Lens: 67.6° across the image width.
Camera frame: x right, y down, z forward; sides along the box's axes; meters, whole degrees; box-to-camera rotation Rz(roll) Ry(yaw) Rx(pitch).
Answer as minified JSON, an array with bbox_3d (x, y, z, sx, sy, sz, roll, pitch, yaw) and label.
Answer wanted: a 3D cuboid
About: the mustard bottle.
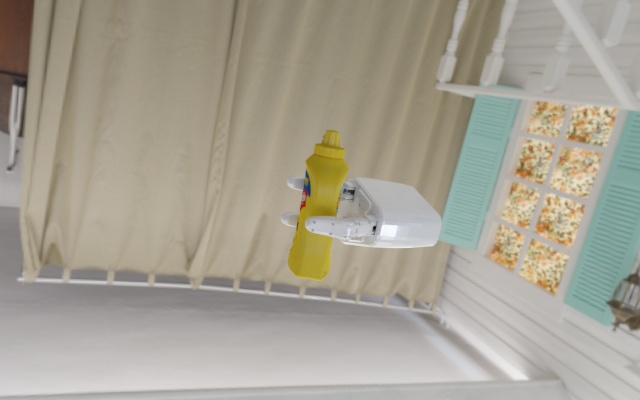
[{"bbox_3d":[0.000,0.002,0.636,0.058,0.192,0.096,10,12,-4],"label":"mustard bottle"}]
